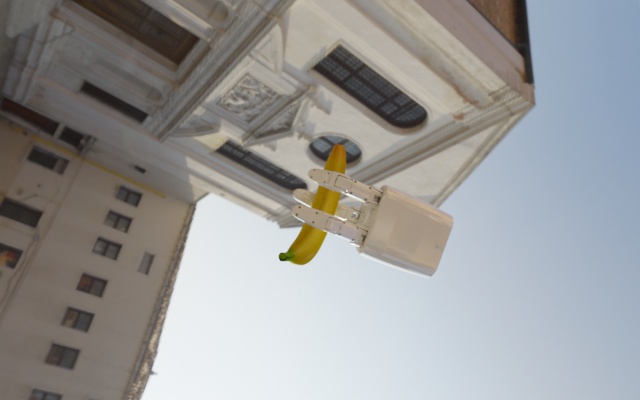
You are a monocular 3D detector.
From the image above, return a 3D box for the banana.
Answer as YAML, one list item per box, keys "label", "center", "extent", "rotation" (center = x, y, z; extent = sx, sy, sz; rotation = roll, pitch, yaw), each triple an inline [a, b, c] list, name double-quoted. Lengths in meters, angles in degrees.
- label: "banana"
  center: [-0.001, 0.015, 0.659]
  extent: [0.037, 0.197, 0.070]
  rotation: [17, -30, 12]
